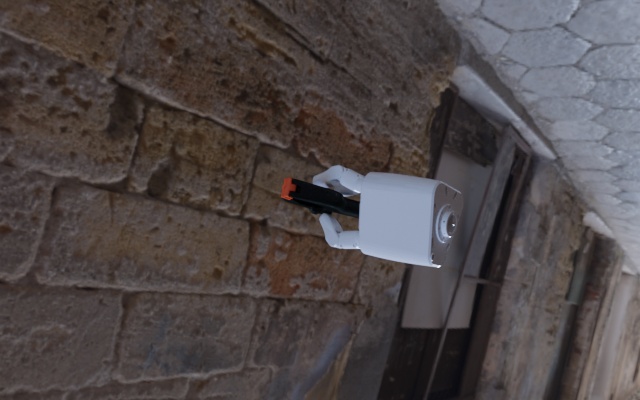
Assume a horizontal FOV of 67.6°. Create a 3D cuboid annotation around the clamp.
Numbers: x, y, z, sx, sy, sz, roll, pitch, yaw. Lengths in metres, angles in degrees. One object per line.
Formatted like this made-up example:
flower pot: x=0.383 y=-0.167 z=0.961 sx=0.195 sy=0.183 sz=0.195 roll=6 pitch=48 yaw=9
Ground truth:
clamp: x=0.000 y=0.003 z=0.734 sx=0.164 sy=0.036 sz=0.210 roll=5 pitch=-9 yaw=40
